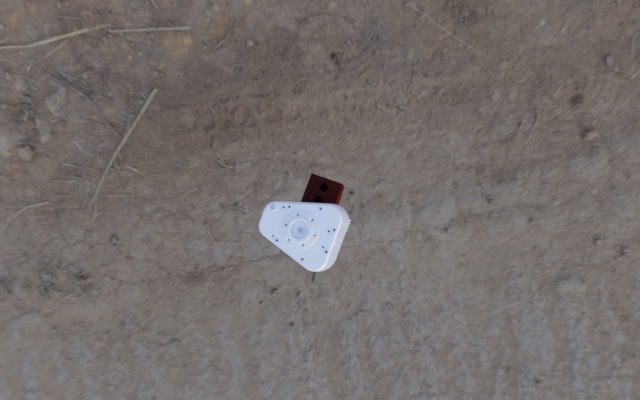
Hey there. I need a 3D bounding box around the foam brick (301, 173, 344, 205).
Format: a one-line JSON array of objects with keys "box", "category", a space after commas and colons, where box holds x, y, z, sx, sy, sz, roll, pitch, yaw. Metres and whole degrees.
[{"box": [0.000, 0.002, 0.757, 0.053, 0.078, 0.051, 20, -2, 8], "category": "foam brick"}]
